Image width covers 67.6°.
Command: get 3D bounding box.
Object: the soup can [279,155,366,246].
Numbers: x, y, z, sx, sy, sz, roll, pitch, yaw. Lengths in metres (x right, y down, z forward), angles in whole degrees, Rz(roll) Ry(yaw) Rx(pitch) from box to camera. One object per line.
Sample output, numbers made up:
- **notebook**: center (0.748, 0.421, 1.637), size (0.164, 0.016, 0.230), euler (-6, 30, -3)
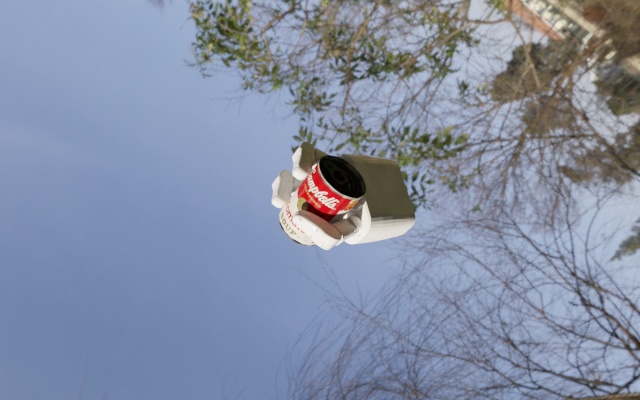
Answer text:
- **soup can**: center (0.000, 0.002, 0.598), size (0.068, 0.068, 0.102), euler (0, -38, -42)
